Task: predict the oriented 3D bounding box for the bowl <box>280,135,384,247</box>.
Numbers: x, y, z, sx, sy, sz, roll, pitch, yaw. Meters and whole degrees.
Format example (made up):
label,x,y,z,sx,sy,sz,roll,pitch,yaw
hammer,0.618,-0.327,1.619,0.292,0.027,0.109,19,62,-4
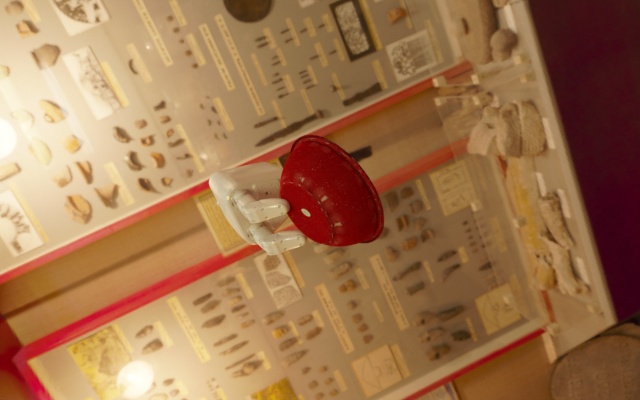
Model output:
label,x,y,z,sx,sy,sz,roll,pitch,yaw
bowl,0.000,0.002,0.591,0.055,0.162,0.162,-38,20,-28
